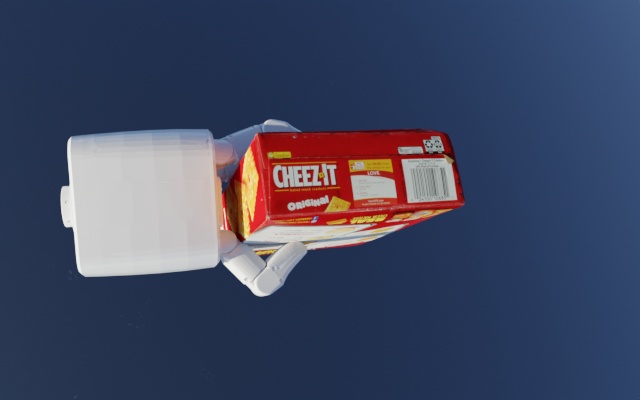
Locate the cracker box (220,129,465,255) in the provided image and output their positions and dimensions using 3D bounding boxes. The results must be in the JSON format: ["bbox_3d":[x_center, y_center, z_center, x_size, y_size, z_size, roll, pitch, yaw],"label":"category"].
[{"bbox_3d":[0.000,0.002,0.447,0.164,0.072,0.214,-4,-12,-20],"label":"cracker box"}]
